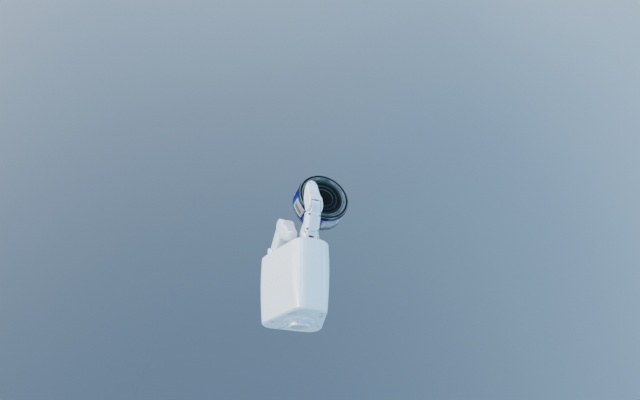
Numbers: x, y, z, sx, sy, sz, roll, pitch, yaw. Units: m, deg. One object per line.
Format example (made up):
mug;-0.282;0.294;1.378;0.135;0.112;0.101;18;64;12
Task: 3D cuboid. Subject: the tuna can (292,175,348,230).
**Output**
tuna can;0.000;0.002;0.762;0.086;0.086;0.034;0;-33;-24
